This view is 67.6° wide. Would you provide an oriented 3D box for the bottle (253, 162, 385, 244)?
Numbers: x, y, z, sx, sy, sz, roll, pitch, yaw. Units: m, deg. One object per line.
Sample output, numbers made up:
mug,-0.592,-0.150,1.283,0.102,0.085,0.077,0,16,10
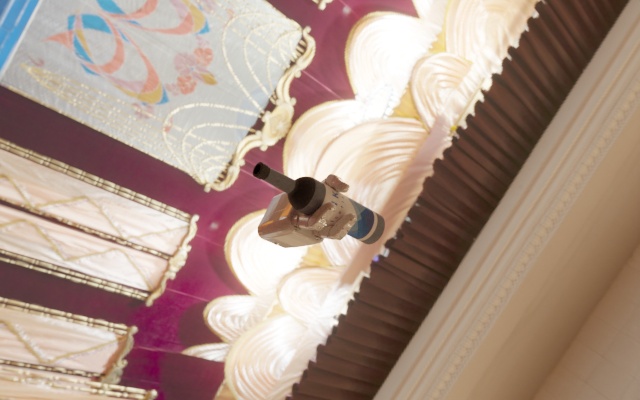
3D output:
bottle,0.000,0.003,0.884,0.296,0.069,0.069,28,-17,-36
